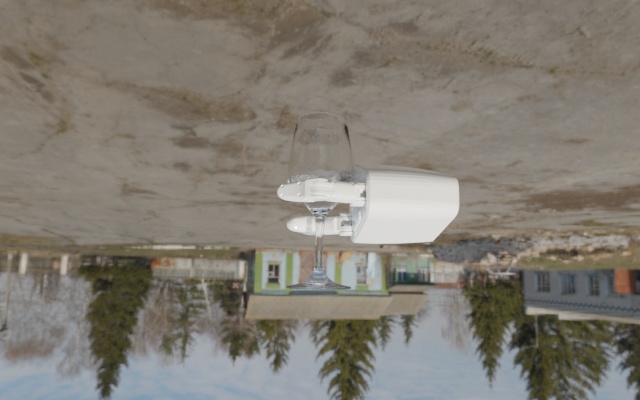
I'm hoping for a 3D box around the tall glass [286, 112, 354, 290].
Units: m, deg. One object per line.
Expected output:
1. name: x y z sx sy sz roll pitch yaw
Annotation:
1. tall glass: 0.000 0.003 0.560 0.079 0.201 0.079 1 -9 0
